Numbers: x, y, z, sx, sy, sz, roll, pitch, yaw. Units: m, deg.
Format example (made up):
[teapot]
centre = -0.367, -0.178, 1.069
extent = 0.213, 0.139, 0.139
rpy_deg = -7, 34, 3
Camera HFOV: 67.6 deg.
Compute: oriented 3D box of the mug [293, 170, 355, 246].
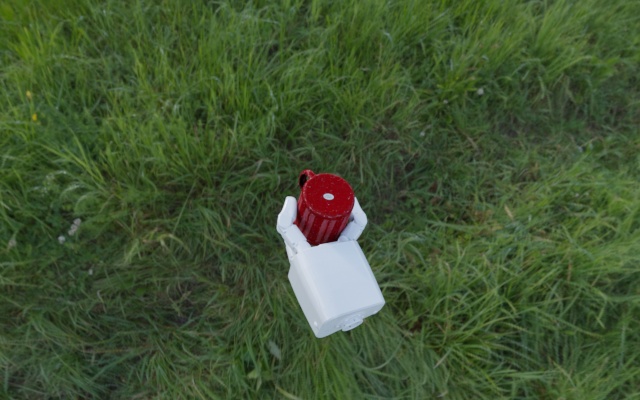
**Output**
[mug]
centre = 0.000, 0.001, 0.740
extent = 0.093, 0.117, 0.081
rpy_deg = -18, -26, -23
